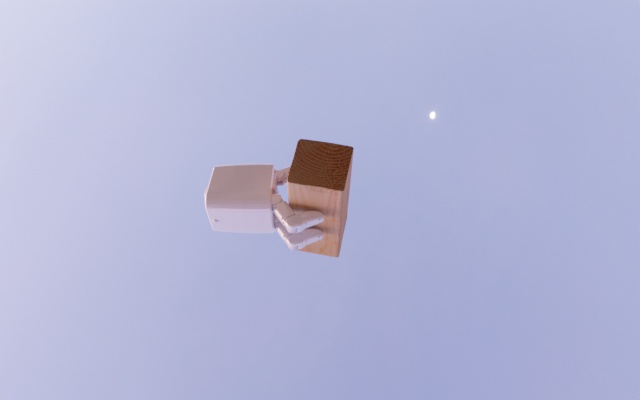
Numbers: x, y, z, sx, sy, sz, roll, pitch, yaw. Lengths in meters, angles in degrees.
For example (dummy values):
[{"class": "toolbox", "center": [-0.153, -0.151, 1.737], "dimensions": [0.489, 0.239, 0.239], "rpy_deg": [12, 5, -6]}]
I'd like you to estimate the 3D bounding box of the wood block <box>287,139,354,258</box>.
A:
[{"class": "wood block", "center": [0.000, 0.002, 0.807], "dimensions": [0.090, 0.090, 0.206], "rpy_deg": [9, -34, 6]}]
